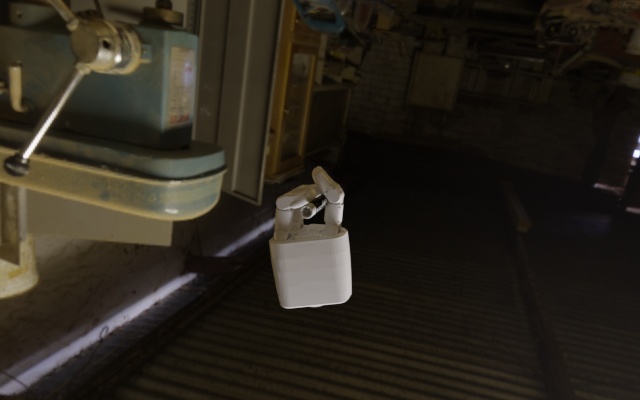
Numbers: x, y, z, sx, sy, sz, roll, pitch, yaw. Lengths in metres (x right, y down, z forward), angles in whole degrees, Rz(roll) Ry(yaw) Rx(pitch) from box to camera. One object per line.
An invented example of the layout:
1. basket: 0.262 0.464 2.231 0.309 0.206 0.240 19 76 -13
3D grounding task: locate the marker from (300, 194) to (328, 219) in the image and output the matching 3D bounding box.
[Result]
1. marker: 0.000 0.002 0.691 0.020 0.020 0.121 0 12 19
